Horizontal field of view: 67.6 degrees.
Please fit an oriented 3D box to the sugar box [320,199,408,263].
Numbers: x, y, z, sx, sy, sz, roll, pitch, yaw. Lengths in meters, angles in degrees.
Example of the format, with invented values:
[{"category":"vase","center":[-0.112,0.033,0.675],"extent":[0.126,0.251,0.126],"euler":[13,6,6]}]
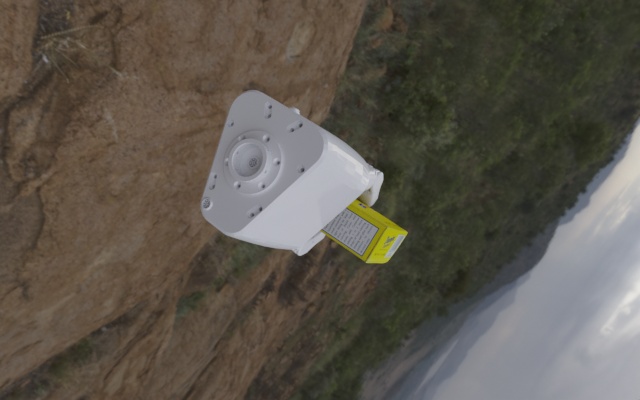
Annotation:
[{"category":"sugar box","center":[0.000,0.001,0.506],"extent":[0.176,0.048,0.093],"euler":[35,6,21]}]
